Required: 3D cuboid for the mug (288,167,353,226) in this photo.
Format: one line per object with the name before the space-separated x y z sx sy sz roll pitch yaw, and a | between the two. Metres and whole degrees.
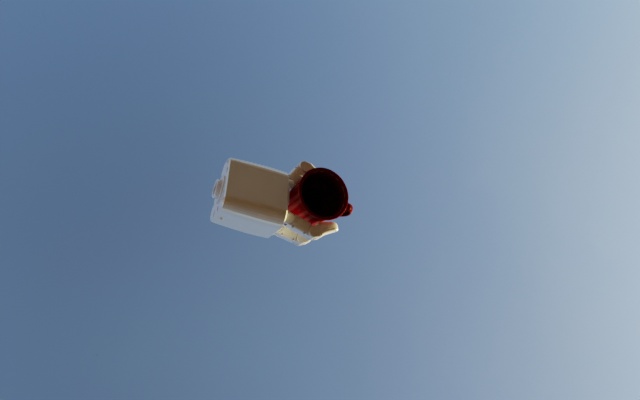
mug | 0.001 0.003 0.837 0.117 0.093 0.081 18 -23 -20
